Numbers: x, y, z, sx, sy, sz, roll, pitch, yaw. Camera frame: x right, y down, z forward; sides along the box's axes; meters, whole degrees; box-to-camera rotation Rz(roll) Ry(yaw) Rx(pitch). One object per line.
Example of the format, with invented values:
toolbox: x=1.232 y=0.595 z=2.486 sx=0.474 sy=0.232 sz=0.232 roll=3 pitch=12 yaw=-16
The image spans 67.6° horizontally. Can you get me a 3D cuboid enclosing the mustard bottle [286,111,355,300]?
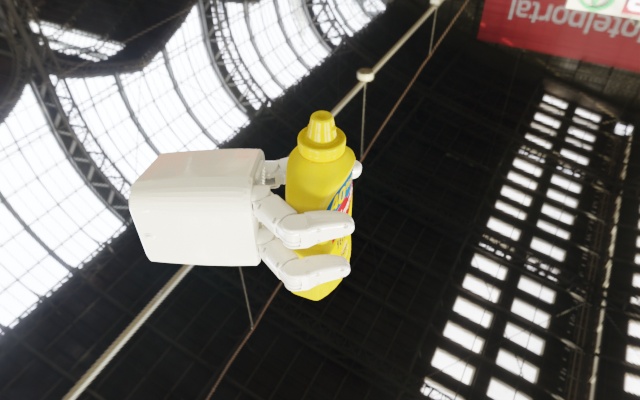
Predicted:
mustard bottle: x=0.000 y=0.002 z=0.454 sx=0.058 sy=0.192 sz=0.096 roll=17 pitch=45 yaw=18
